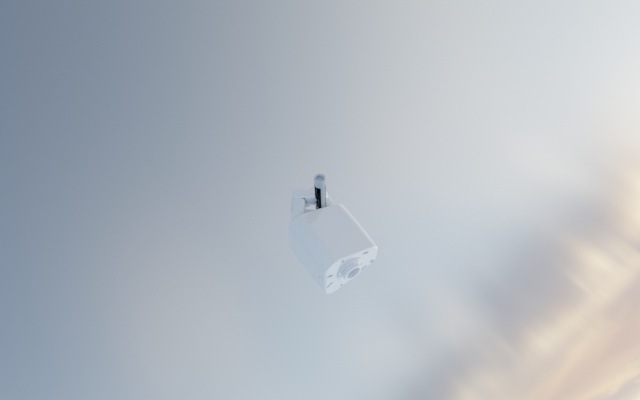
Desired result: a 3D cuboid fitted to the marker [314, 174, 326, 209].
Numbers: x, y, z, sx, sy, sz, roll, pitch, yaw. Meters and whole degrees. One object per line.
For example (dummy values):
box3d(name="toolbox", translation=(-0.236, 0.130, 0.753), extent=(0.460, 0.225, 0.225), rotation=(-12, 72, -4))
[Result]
box3d(name="marker", translation=(0.000, 0.003, 0.795), extent=(0.020, 0.020, 0.121), rotation=(0, -39, 1))
